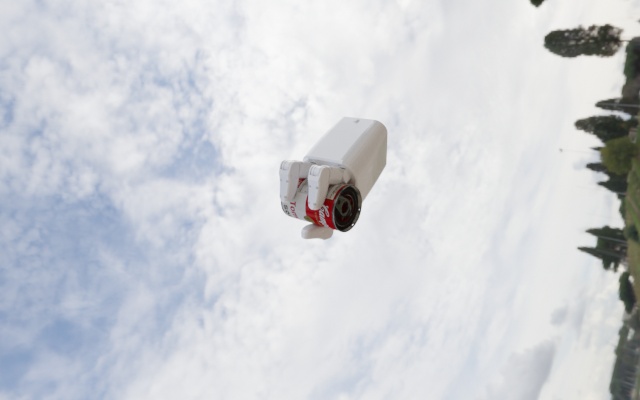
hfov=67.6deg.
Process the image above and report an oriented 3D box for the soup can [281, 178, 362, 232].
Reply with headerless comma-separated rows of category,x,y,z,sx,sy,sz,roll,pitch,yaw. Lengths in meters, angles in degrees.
soup can,0.000,0.003,0.700,0.102,0.068,0.068,14,8,37
